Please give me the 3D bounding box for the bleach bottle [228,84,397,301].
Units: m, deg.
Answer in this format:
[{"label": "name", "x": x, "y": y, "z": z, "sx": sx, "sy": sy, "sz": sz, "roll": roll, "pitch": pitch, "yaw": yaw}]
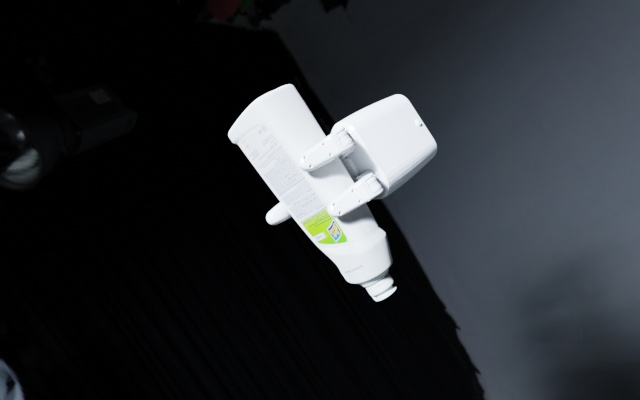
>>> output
[{"label": "bleach bottle", "x": 0.000, "y": 0.002, "z": 0.535, "sx": 0.068, "sy": 0.251, "sz": 0.102, "roll": -34, "pitch": 2, "yaw": -34}]
